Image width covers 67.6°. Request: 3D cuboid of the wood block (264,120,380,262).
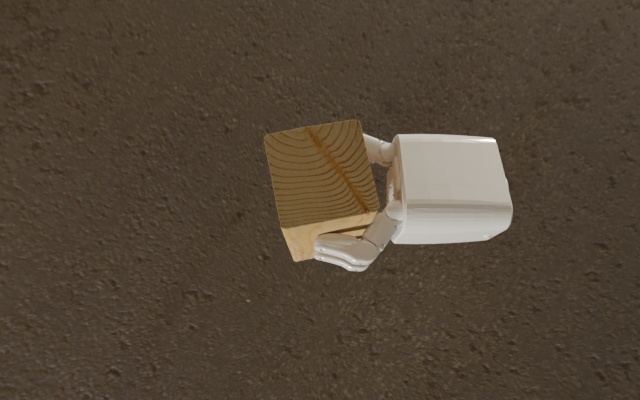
[{"bbox_3d":[0.000,0.001,0.517,0.090,0.090,0.206,-10,-15,-3],"label":"wood block"}]
